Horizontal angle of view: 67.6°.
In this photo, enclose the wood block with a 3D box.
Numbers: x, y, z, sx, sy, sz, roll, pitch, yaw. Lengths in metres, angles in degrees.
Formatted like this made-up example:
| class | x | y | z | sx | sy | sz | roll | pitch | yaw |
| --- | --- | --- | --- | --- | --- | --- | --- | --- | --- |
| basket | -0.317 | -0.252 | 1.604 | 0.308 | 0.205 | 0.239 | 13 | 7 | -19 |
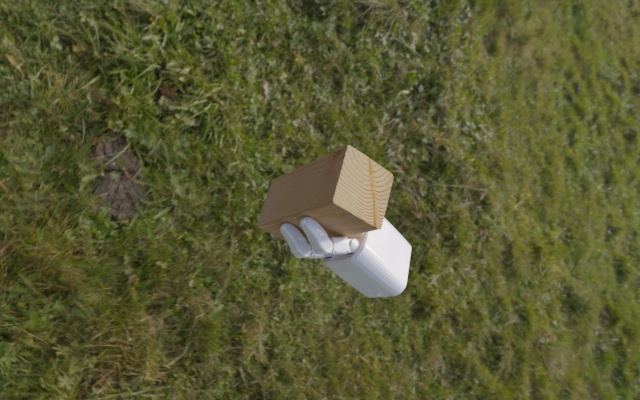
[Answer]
| class | x | y | z | sx | sy | sz | roll | pitch | yaw |
| --- | --- | --- | --- | --- | --- | --- | --- | --- | --- |
| wood block | 0.001 | 0.002 | 0.722 | 0.090 | 0.090 | 0.206 | 30 | -27 | -27 |
